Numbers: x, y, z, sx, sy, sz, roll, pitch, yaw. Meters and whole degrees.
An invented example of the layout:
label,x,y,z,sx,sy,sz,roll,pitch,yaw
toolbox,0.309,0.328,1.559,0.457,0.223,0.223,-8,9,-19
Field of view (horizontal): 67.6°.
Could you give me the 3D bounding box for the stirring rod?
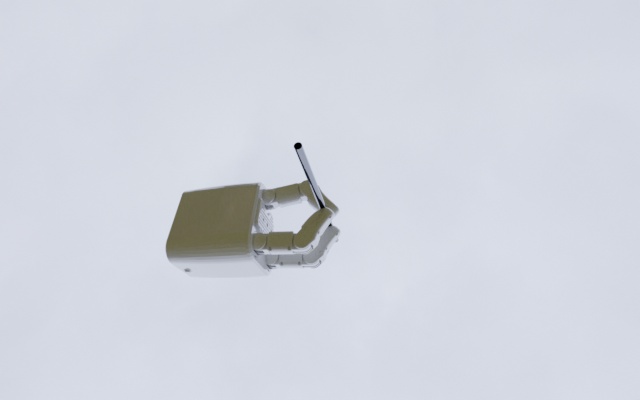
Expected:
label,x,y,z,sx,sy,sz,roll,pitch,yaw
stirring rod,0.000,0.002,0.540,0.011,0.011,0.240,0,-25,11
